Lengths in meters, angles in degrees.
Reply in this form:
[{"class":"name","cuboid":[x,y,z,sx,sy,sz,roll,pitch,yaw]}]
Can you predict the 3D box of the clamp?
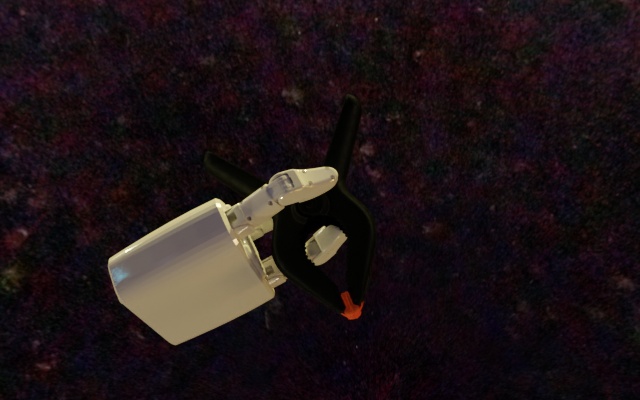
[{"class":"clamp","cuboid":[0.000,0.002,0.433,0.164,0.210,0.036,-29,-25,-2]}]
